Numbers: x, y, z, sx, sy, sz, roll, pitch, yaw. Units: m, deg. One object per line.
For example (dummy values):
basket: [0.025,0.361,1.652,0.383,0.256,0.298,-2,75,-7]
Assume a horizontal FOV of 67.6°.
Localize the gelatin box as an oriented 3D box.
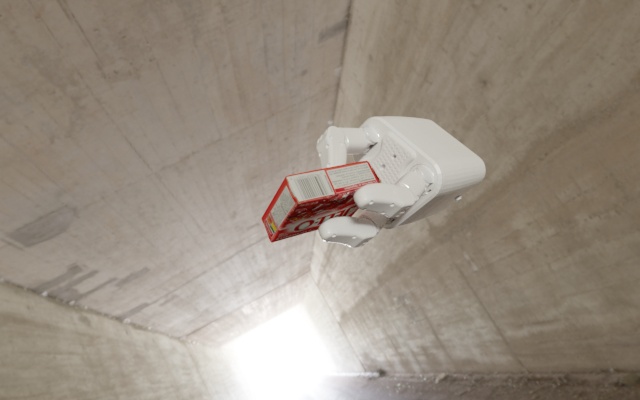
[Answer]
gelatin box: [0.000,0.001,0.428,0.089,0.030,0.073,-13,-23,-31]
